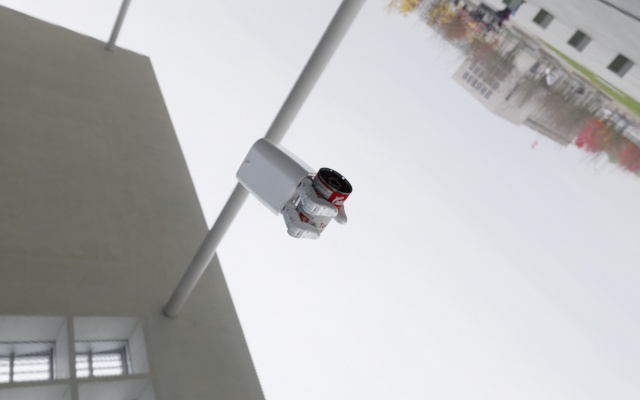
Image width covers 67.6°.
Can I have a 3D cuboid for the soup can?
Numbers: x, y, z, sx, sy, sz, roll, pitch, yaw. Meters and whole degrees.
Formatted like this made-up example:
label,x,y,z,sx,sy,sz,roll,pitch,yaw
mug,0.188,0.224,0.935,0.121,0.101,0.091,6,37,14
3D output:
label,x,y,z,sx,sy,sz,roll,pitch,yaw
soup can,0.000,0.003,0.822,0.068,0.102,0.068,27,27,-15
